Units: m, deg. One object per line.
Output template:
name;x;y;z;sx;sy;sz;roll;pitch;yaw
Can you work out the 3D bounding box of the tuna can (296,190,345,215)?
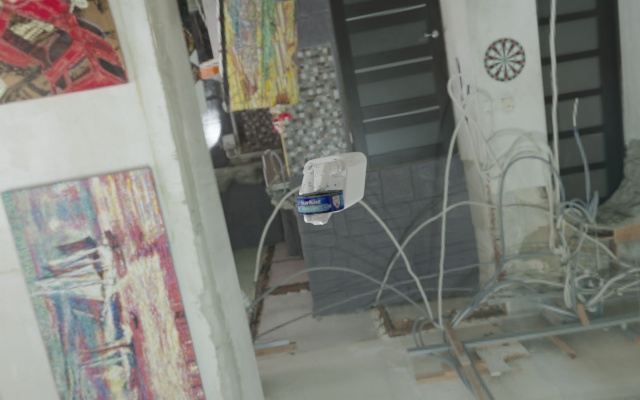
tuna can;0.000;0.003;0.858;0.086;0.034;0.086;-7;5;1
